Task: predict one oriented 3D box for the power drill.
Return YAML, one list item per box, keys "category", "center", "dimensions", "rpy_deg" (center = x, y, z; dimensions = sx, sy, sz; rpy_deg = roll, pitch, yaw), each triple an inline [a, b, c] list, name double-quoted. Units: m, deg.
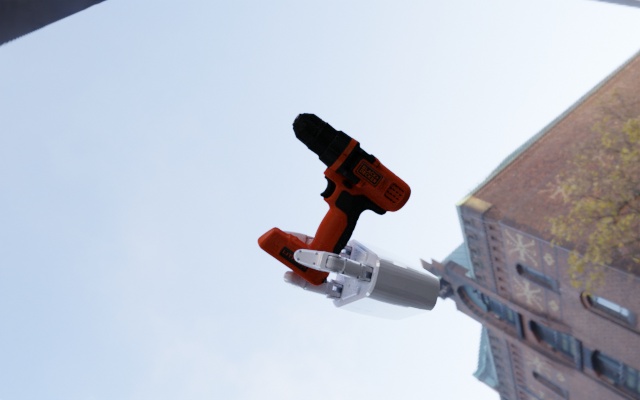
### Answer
- category: "power drill"
  center: [0.000, 0.003, 0.631]
  dimensions: [0.184, 0.187, 0.057]
  rpy_deg: [37, 4, -5]
